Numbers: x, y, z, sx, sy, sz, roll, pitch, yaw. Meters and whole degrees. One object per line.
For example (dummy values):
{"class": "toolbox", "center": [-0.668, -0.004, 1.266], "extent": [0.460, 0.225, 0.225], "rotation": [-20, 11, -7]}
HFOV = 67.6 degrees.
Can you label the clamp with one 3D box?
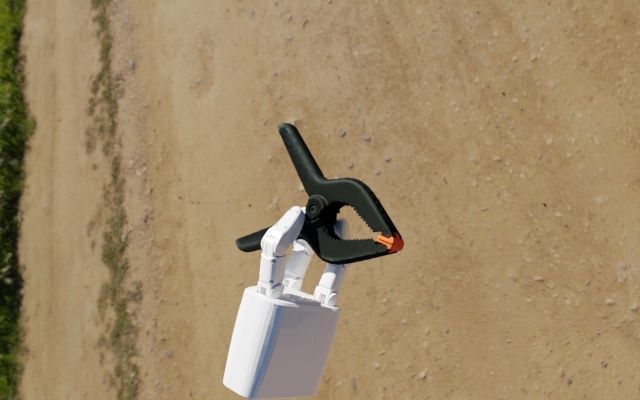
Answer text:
{"class": "clamp", "center": [0.000, 0.002, 0.530], "extent": [0.210, 0.164, 0.036], "rotation": [14, 0, 36]}
